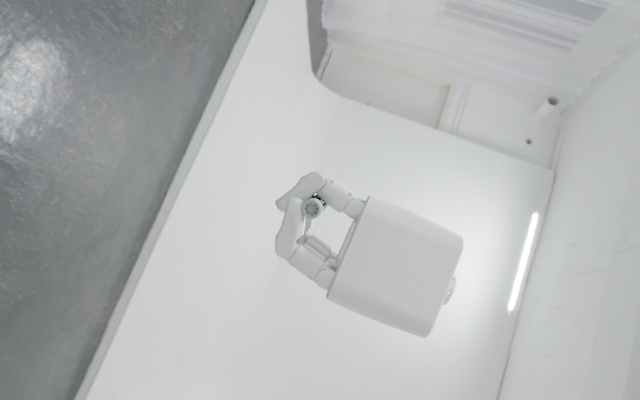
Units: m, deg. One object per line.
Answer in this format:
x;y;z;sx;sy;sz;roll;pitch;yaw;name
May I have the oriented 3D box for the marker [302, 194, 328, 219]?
0.000;0.002;0.516;0.020;0.020;0.121;0;6;8;marker
